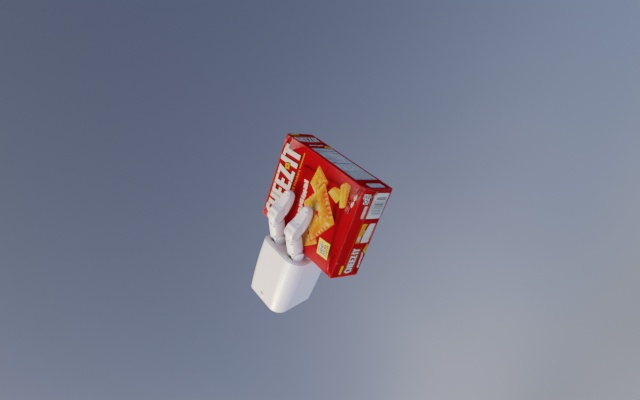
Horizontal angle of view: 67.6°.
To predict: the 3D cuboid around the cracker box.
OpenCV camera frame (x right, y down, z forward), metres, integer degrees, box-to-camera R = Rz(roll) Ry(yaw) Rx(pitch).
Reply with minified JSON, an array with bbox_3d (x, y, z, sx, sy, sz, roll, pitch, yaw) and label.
[{"bbox_3d":[0.000,0.003,0.808,0.072,0.164,0.213,-1,29,-43],"label":"cracker box"}]
